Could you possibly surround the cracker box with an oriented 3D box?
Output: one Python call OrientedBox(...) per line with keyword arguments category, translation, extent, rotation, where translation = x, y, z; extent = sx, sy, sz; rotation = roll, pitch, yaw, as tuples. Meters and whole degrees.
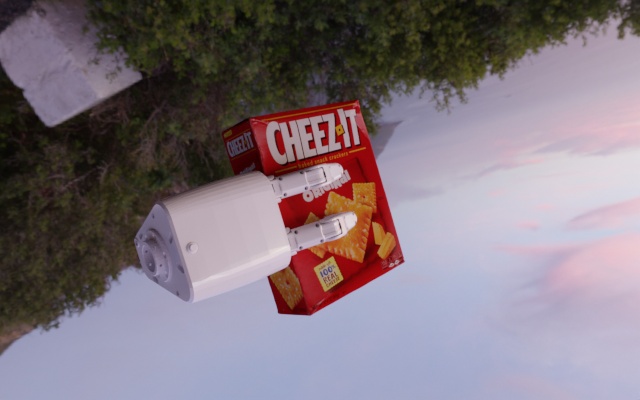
OrientedBox(category="cracker box", translation=(0.000, 0.002, 0.554), extent=(0.164, 0.214, 0.072), rotation=(-19, 4, -39))
